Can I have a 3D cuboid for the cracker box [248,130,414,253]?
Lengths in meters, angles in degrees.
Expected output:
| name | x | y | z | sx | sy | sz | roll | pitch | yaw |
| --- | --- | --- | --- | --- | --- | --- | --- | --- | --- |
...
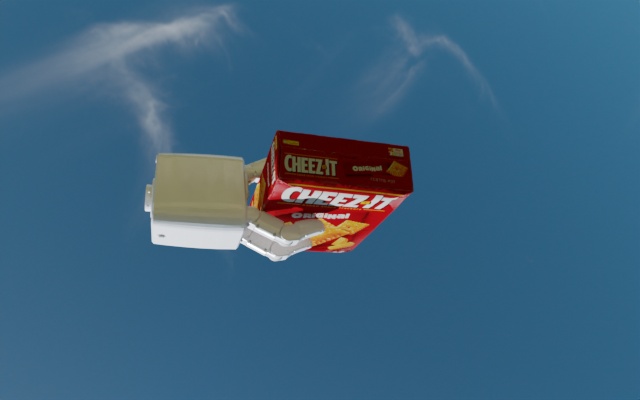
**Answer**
| name | x | y | z | sx | sy | sz | roll | pitch | yaw |
| --- | --- | --- | --- | --- | --- | --- | --- | --- | --- |
| cracker box | 0.000 | 0.002 | 0.626 | 0.164 | 0.072 | 0.214 | 4 | -26 | -16 |
